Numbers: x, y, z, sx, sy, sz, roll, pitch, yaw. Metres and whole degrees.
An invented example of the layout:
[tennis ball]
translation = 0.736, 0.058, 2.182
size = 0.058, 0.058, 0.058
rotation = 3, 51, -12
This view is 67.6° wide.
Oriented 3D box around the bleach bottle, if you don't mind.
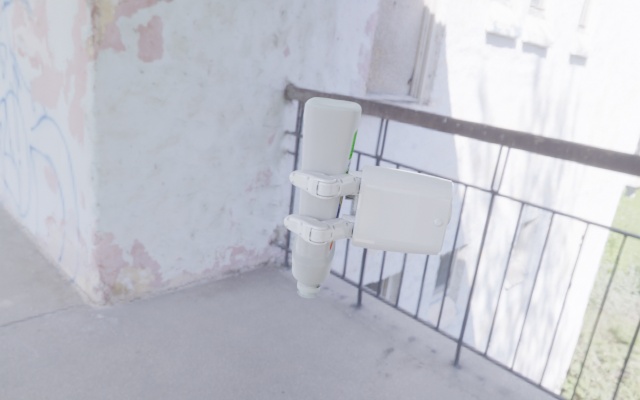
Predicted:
[bleach bottle]
translation = 0.000, 0.002, 0.606
size = 0.068, 0.251, 0.102
rotation = 9, 17, 3
